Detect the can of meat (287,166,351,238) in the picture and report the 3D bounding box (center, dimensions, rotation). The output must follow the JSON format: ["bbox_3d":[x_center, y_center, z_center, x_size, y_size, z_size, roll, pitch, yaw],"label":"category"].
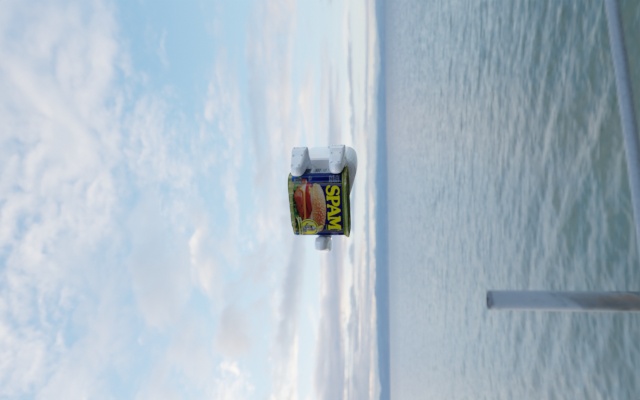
[{"bbox_3d":[0.000,0.002,0.698,0.084,0.102,0.057,-1,22,8],"label":"can of meat"}]
